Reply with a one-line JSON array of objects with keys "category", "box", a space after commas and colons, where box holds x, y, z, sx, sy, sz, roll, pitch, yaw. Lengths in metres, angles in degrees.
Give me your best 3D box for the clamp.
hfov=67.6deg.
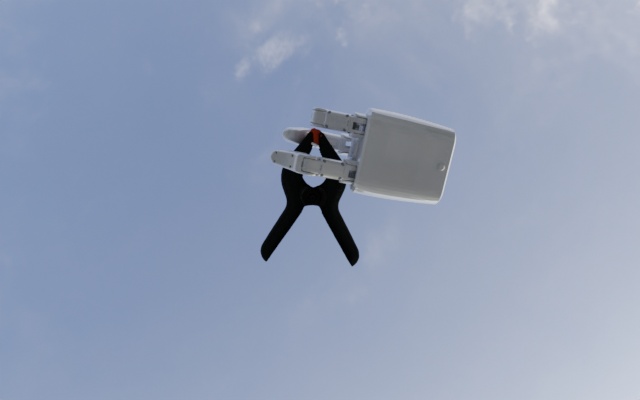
[{"category": "clamp", "box": [0.000, 0.002, 0.580, 0.120, 0.171, 0.039, 11, 9, -7]}]
